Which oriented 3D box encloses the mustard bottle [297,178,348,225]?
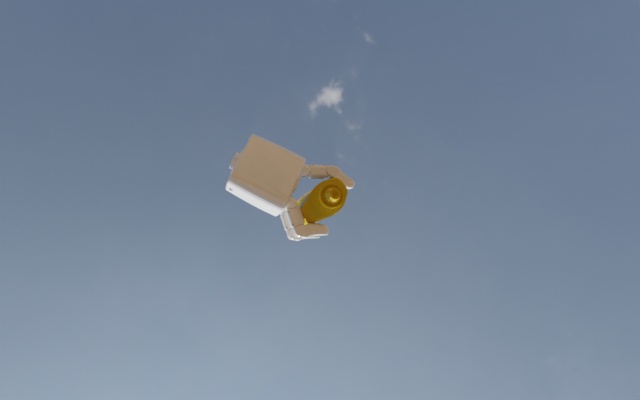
[{"bbox_3d":[0.000,0.003,0.849,0.096,0.058,0.191,-40,2,-16],"label":"mustard bottle"}]
